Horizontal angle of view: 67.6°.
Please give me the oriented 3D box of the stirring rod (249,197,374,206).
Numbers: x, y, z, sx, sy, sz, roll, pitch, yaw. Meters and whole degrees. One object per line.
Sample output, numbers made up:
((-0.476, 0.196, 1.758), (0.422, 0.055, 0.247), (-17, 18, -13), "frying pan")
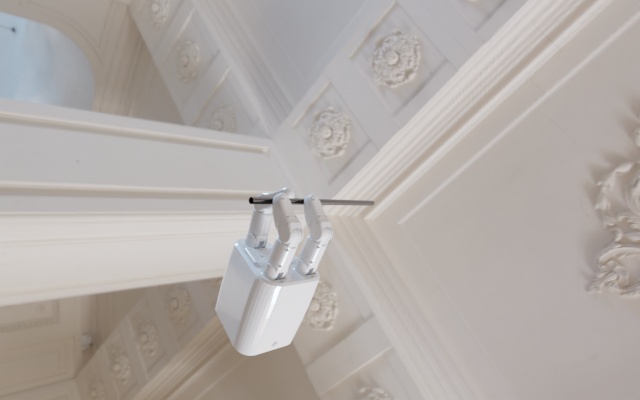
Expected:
((0.000, 0.002, 0.623), (0.011, 0.011, 0.239), (0, -1, 40), "stirring rod")
